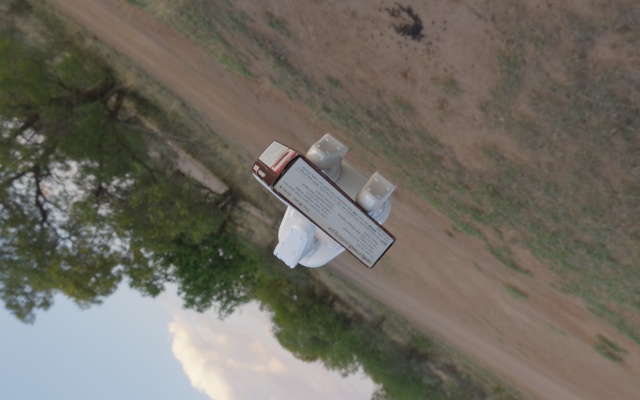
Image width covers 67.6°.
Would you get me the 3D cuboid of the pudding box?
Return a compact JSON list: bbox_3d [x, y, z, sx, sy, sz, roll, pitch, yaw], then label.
[{"bbox_3d":[0.000,0.001,0.403,0.113,0.039,0.090,38,-2,-22],"label":"pudding box"}]
